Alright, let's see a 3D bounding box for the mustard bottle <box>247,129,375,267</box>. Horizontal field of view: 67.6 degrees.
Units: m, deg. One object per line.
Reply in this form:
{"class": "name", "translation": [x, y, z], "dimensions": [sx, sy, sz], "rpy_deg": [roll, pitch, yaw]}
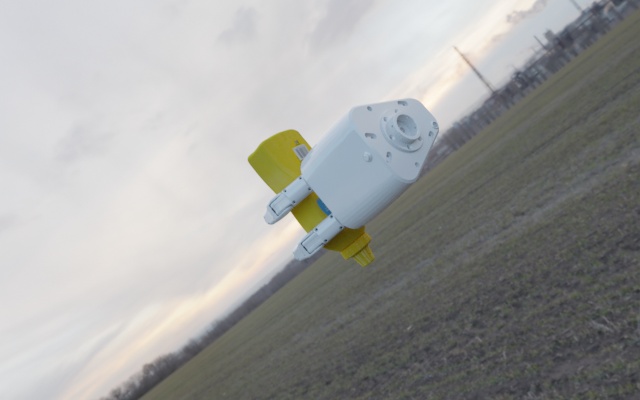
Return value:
{"class": "mustard bottle", "translation": [0.000, 0.002, 0.588], "dimensions": [0.058, 0.191, 0.096], "rpy_deg": [-42, -4, 28]}
